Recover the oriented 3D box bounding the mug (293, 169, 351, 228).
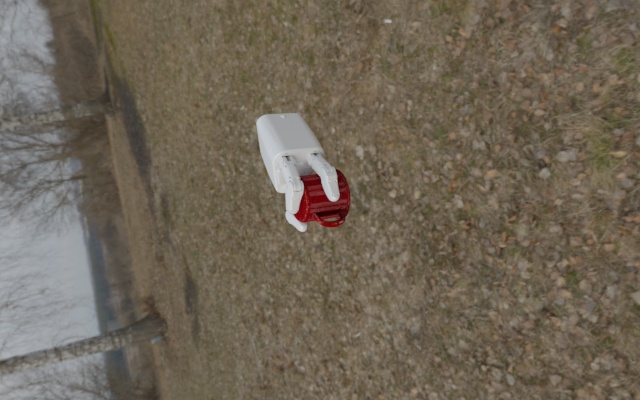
[{"bbox_3d":[0.000,0.004,0.838,0.081,0.117,0.093,-8,-40,-26],"label":"mug"}]
